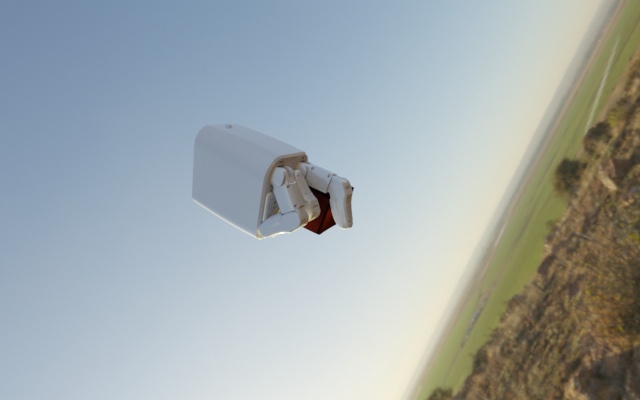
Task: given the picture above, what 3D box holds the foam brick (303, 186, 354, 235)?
[{"bbox_3d":[0.000,0.002,0.604,0.051,0.053,0.078,26,19,18],"label":"foam brick"}]
